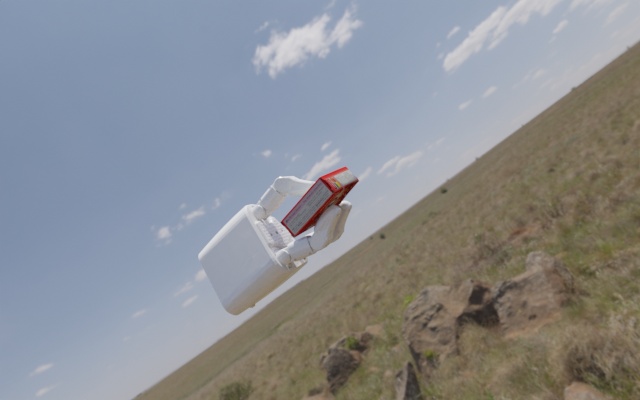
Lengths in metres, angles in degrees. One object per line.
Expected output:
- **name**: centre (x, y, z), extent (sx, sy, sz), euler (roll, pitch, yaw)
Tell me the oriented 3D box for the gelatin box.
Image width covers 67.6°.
- **gelatin box**: centre (0.000, 0.001, 0.605), extent (0.089, 0.030, 0.073), euler (-49, -12, 29)
